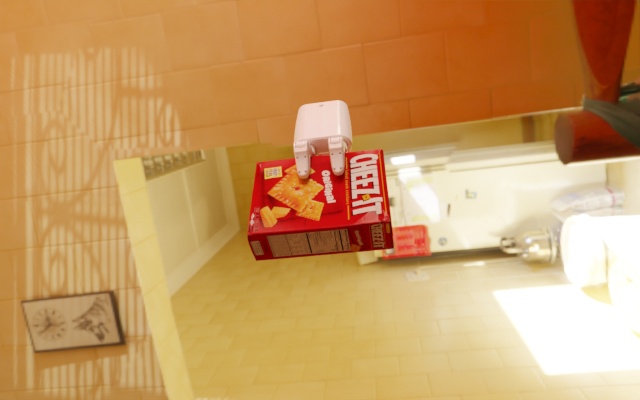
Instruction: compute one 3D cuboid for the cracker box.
[{"bbox_3d":[0.000,0.003,0.751,0.214,0.164,0.072,-6,-45,7],"label":"cracker box"}]
